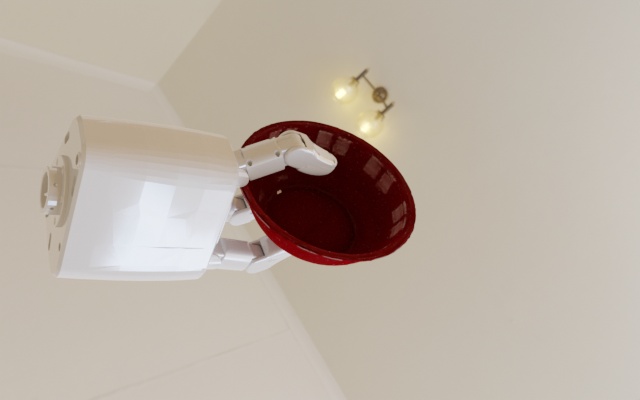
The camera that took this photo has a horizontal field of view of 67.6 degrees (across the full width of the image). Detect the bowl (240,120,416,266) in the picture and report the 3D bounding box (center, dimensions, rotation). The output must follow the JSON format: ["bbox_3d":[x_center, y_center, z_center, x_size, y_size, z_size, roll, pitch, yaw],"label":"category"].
[{"bbox_3d":[0.001,0.002,0.424,0.162,0.162,0.055,0,-41,-25],"label":"bowl"}]
